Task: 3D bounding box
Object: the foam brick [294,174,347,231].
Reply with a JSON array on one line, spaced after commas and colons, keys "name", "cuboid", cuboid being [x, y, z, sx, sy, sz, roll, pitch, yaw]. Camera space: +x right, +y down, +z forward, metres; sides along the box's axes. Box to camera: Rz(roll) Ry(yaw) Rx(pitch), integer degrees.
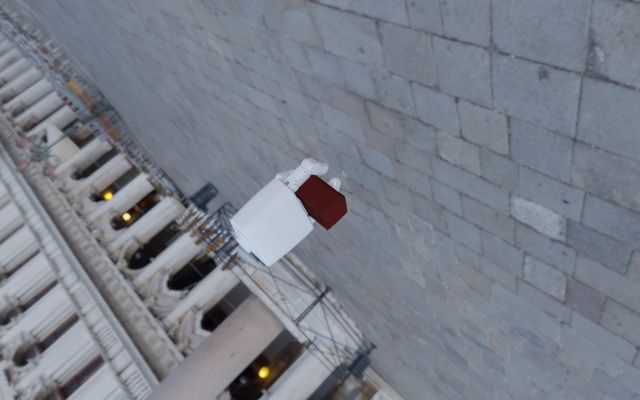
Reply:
[{"name": "foam brick", "cuboid": [0.000, 0.003, 0.816, 0.078, 0.051, 0.053, 37, -20, 30]}]
